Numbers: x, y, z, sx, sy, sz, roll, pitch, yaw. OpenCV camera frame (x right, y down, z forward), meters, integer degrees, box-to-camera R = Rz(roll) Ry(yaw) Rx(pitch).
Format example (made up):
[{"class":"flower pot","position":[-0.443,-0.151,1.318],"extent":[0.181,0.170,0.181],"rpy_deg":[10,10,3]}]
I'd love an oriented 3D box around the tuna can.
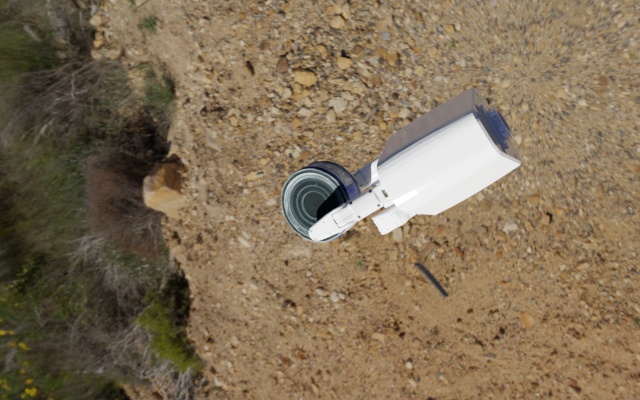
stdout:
[{"class":"tuna can","position":[0.000,0.002,0.522],"extent":[0.086,0.086,0.033],"rpy_deg":[0,16,28]}]
